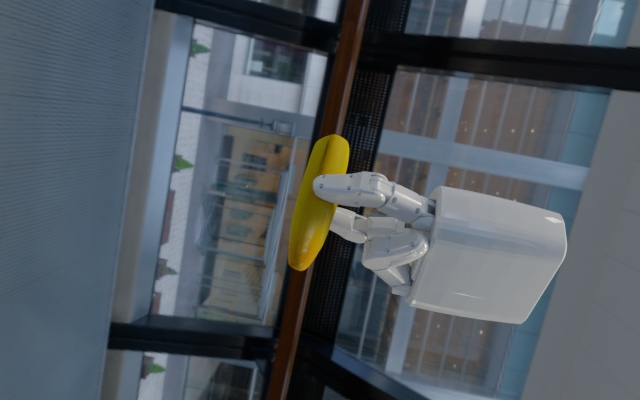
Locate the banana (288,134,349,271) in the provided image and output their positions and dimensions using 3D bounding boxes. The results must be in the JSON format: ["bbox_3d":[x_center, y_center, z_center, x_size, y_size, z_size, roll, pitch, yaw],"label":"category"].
[{"bbox_3d":[0.003,-0.016,0.451,0.037,0.070,0.197,11,30,2],"label":"banana"}]
